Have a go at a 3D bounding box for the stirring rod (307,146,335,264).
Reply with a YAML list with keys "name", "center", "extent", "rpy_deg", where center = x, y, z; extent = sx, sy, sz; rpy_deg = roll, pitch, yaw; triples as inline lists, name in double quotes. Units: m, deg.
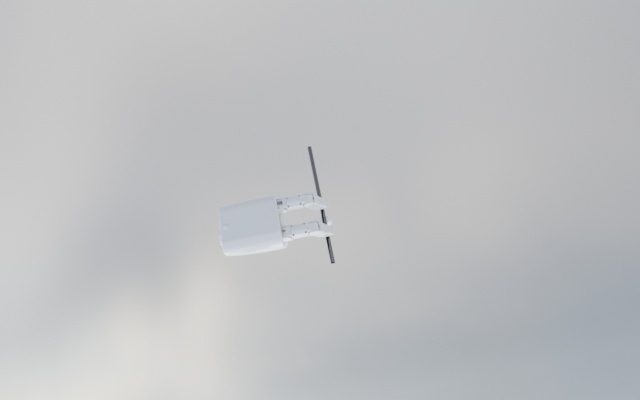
- name: "stirring rod"
  center: [0.000, 0.003, 0.898]
  extent: [0.011, 0.239, 0.011]
  rpy_deg: [-10, -23, -4]
